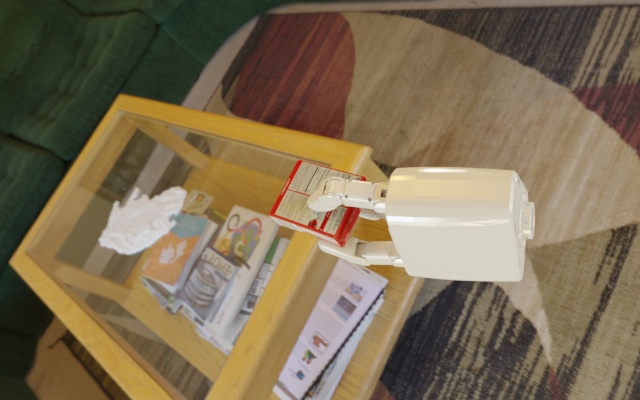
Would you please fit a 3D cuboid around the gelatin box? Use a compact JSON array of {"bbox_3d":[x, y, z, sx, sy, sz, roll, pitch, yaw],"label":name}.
[{"bbox_3d":[0.000,0.001,0.513,0.089,0.073,0.030,17,-18,29],"label":"gelatin box"}]
